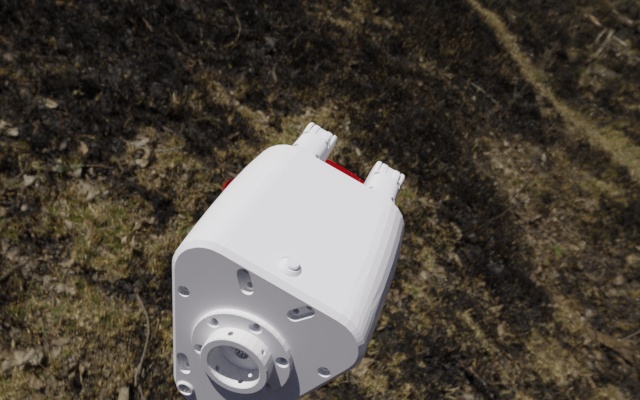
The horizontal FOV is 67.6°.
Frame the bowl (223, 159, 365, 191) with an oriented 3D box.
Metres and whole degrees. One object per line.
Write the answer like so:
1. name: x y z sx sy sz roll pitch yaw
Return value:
1. bowl: 0.000 0.001 0.417 0.162 0.055 0.162 27 17 -9
